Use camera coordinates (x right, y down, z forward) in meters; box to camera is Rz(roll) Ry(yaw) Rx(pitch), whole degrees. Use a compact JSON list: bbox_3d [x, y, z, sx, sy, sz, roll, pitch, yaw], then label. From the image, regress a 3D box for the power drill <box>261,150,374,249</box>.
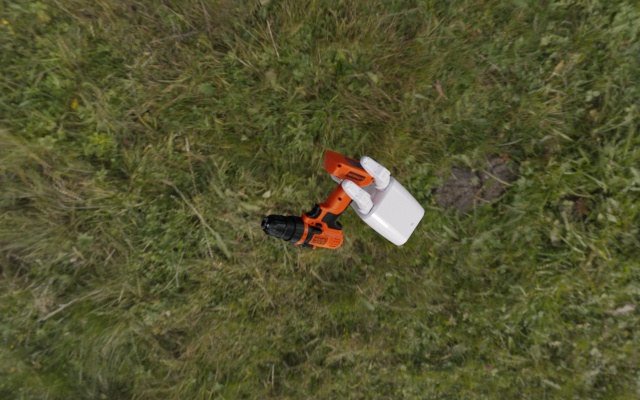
[{"bbox_3d":[0.001,0.003,0.877,0.184,0.188,0.057,14,27,-42],"label":"power drill"}]
